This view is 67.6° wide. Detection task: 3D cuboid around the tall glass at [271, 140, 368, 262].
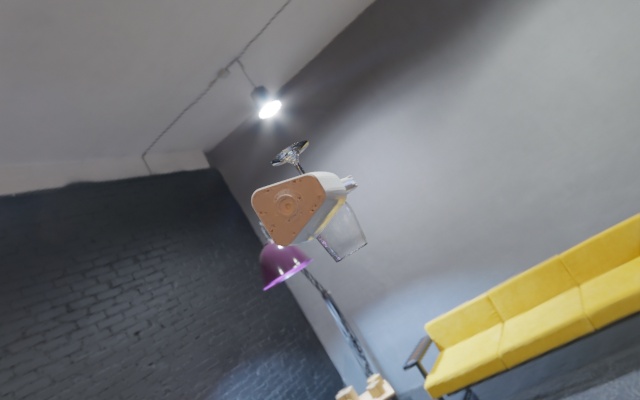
[{"bbox_3d":[0.000,0.002,0.798,0.079,0.201,0.079,-32,-8,-5],"label":"tall glass"}]
